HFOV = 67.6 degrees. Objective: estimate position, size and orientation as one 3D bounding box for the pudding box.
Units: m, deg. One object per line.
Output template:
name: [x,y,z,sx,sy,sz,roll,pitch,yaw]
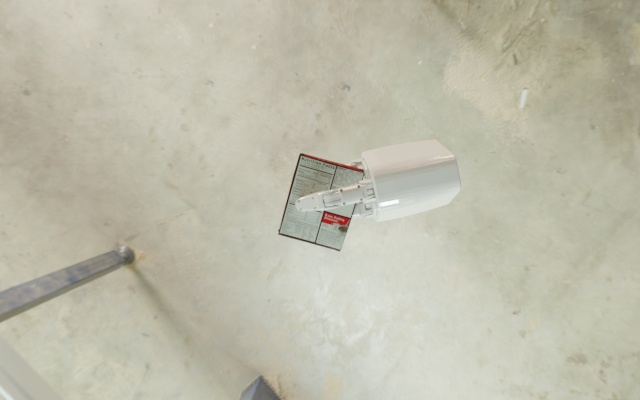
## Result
pudding box: [0.000,0.002,0.631,0.090,0.113,0.039,16,3,-2]
